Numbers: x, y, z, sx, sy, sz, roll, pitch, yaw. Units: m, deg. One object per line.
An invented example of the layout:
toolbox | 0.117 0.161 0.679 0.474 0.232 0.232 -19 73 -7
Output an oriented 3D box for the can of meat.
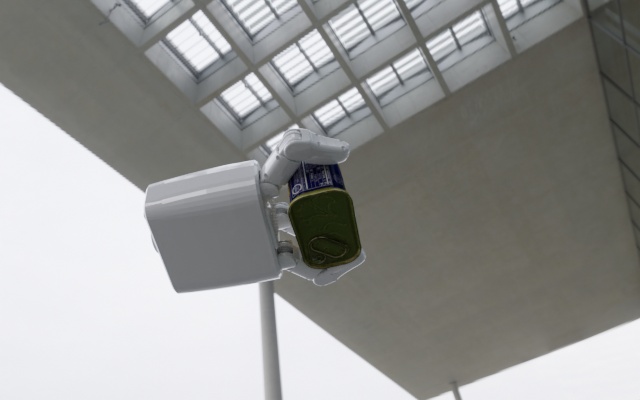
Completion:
can of meat | 0.000 0.001 0.463 0.057 0.102 0.083 -13 44 2
